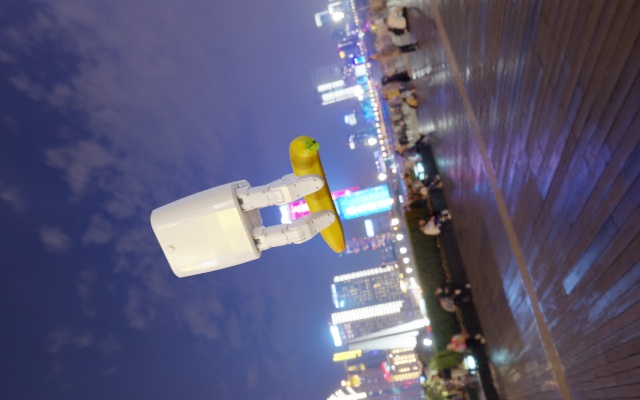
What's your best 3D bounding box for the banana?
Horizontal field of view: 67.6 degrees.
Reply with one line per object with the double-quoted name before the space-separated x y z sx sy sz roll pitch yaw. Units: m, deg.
"banana" -0.005 -0.013 0.601 0.037 0.069 0.198 -20 -44 -1
